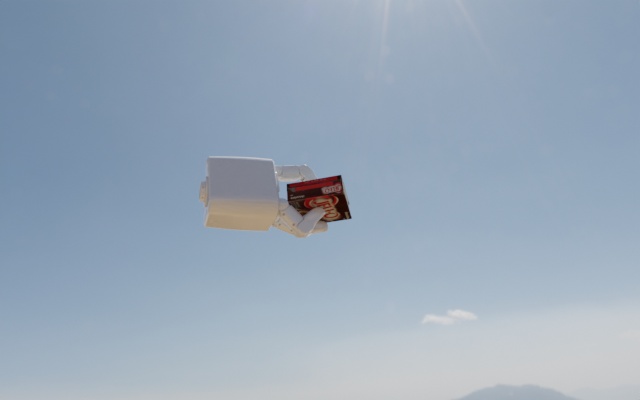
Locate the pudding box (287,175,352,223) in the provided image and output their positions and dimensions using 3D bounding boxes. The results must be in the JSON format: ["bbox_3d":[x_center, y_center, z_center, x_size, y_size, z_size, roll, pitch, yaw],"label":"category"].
[{"bbox_3d":[0.000,0.002,0.785,0.090,0.039,0.113,-9,-22,7],"label":"pudding box"}]
